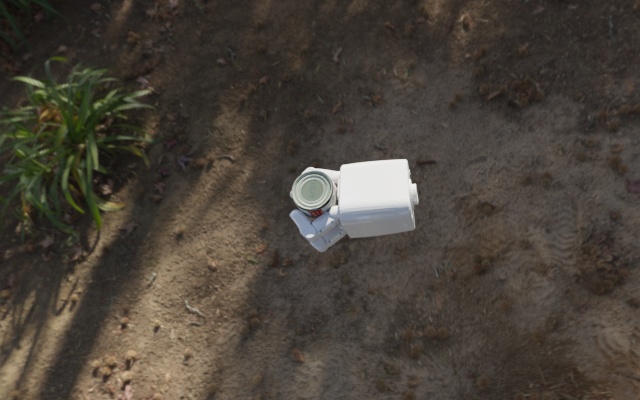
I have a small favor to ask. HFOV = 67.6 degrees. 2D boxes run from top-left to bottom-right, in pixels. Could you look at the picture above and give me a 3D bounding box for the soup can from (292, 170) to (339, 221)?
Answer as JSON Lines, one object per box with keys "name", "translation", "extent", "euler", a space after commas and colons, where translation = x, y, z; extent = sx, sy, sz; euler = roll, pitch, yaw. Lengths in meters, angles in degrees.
{"name": "soup can", "translation": [0.000, 0.002, 0.763], "extent": [0.068, 0.068, 0.102], "euler": [0, -21, 16]}
